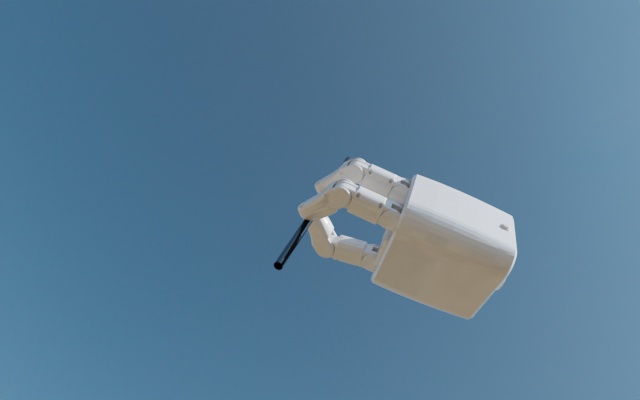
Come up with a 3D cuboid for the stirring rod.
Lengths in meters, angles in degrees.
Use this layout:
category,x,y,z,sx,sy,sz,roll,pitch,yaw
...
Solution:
category,x,y,z,sx,sy,sz,roll,pitch,yaw
stirring rod,0.000,0.002,0.497,0.011,0.011,0.239,0,26,19
